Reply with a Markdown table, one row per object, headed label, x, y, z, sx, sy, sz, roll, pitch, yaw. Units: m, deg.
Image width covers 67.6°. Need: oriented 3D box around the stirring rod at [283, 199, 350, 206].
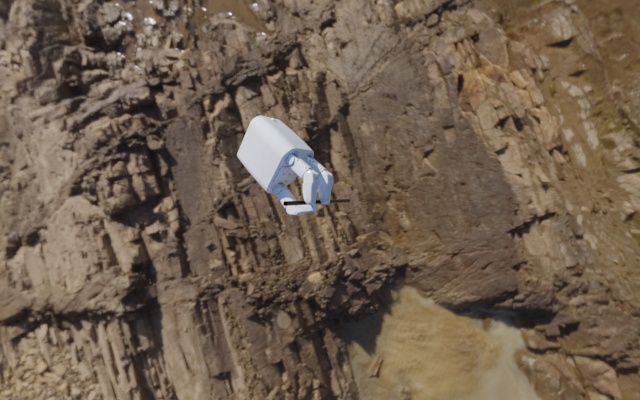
| label | x | y | z | sx | sy | sz | roll | pitch | yaw |
| --- | --- | --- | --- | --- | --- | --- | --- | --- | --- |
| stirring rod | 0.000 | 0.003 | 0.899 | 0.011 | 0.011 | 0.239 | 0 | 1 | 29 |
